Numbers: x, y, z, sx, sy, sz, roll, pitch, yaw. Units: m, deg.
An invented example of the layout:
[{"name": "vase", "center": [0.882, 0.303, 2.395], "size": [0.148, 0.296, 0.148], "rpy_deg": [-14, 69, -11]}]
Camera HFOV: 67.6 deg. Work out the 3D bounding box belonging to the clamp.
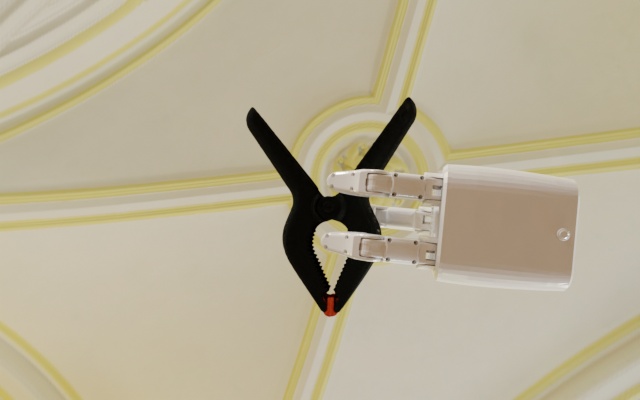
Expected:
[{"name": "clamp", "center": [0.000, 0.002, 0.458], "size": [0.164, 0.210, 0.036], "rpy_deg": [5, -1, 12]}]
